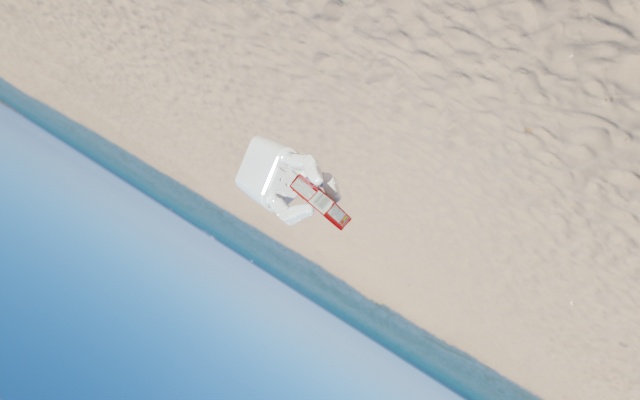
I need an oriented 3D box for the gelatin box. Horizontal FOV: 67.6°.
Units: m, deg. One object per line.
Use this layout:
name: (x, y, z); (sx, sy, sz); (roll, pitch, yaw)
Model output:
gelatin box: (0.000, 0.003, 0.764); (0.089, 0.030, 0.073); (40, -2, 34)
